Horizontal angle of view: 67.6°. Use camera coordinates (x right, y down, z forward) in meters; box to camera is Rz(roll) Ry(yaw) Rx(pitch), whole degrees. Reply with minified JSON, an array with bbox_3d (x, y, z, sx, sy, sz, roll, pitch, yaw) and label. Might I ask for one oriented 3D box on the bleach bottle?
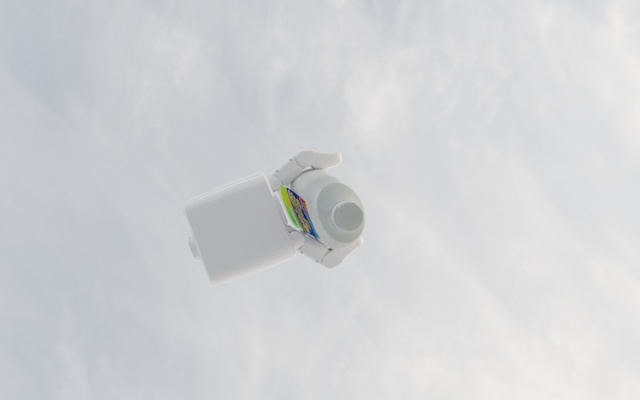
[{"bbox_3d":[0.000,0.002,0.591,0.068,0.102,0.251,-22,7,-10],"label":"bleach bottle"}]
